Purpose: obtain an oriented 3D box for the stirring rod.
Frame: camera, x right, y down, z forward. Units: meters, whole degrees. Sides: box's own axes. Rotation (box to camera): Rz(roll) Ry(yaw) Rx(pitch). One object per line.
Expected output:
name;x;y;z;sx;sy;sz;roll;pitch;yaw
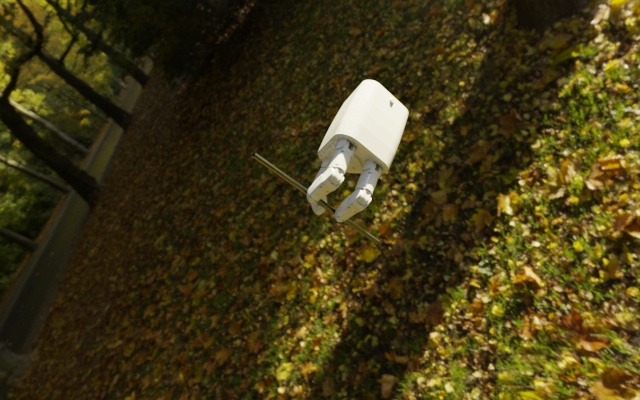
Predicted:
stirring rod;0.000;0.002;0.682;0.239;0.011;0.011;35;-18;-27
